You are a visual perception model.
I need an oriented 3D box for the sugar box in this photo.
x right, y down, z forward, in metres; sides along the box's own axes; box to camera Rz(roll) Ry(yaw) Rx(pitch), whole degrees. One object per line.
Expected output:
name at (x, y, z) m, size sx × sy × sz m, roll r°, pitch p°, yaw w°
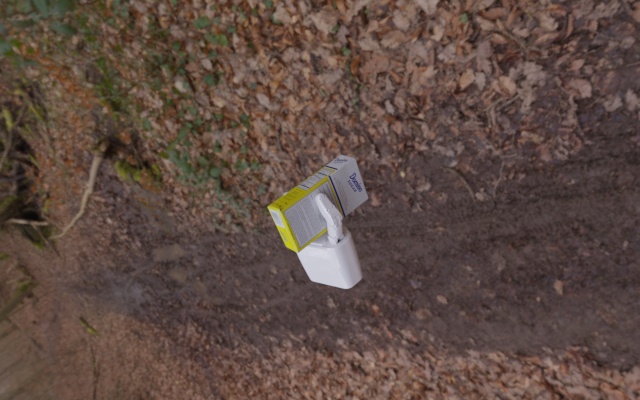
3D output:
sugar box at (0.000, 0.003, 0.848) m, size 0.176 × 0.093 × 0.048 m, roll -37°, pitch 33°, yaw -26°
